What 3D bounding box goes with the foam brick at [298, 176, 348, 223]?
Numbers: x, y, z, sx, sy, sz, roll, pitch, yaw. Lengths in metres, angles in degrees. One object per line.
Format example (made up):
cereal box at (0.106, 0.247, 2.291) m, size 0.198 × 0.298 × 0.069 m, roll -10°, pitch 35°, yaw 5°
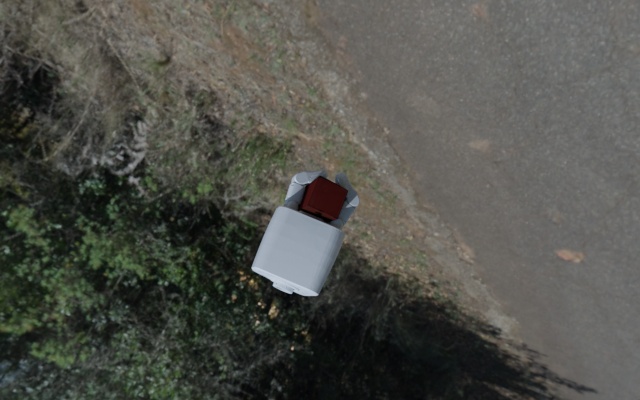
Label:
foam brick at (0.000, 0.002, 0.748) m, size 0.053 × 0.051 × 0.078 m, roll 26°, pitch -18°, yaw -12°
